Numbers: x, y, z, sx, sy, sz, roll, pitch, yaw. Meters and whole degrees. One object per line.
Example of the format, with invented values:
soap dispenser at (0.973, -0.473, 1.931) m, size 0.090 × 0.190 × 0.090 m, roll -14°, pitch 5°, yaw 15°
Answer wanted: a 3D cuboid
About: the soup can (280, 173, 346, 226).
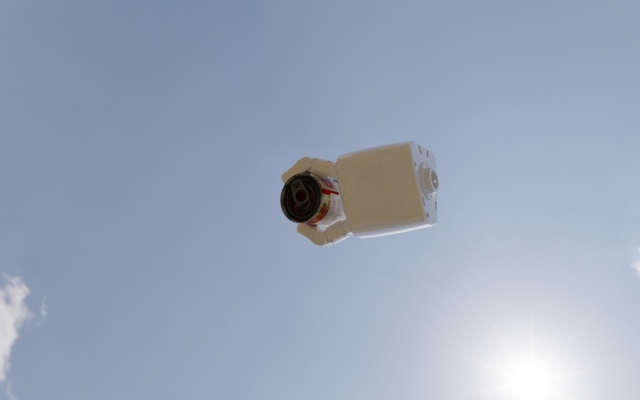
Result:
soup can at (0.000, 0.002, 0.681) m, size 0.068 × 0.068 × 0.102 m, roll 0°, pitch -7°, yaw 33°
